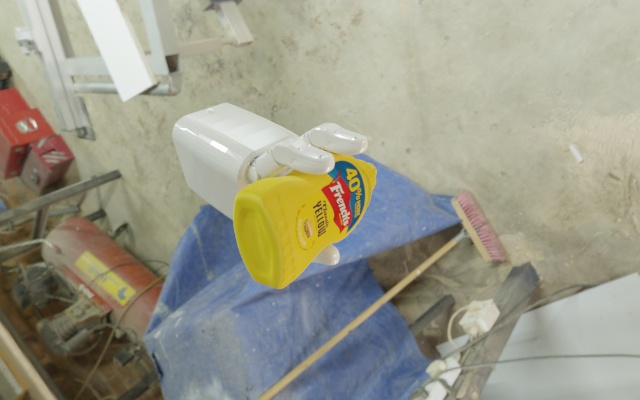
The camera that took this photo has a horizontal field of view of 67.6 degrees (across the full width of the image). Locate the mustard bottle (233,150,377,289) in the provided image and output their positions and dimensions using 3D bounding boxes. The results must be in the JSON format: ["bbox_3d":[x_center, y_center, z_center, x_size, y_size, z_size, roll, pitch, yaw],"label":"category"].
[{"bbox_3d":[0.000,0.002,0.481,0.058,0.096,0.191,7,27,37],"label":"mustard bottle"}]
